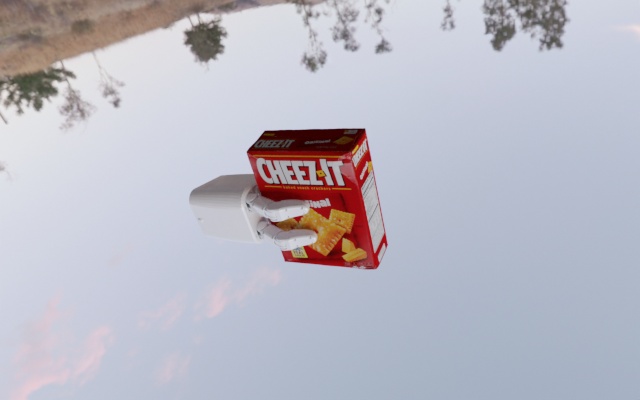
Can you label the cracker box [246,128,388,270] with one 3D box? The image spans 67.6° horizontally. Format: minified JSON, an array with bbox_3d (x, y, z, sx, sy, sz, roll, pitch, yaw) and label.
[{"bbox_3d":[0.000,0.002,0.716,0.164,0.214,0.072,2,38,25],"label":"cracker box"}]
